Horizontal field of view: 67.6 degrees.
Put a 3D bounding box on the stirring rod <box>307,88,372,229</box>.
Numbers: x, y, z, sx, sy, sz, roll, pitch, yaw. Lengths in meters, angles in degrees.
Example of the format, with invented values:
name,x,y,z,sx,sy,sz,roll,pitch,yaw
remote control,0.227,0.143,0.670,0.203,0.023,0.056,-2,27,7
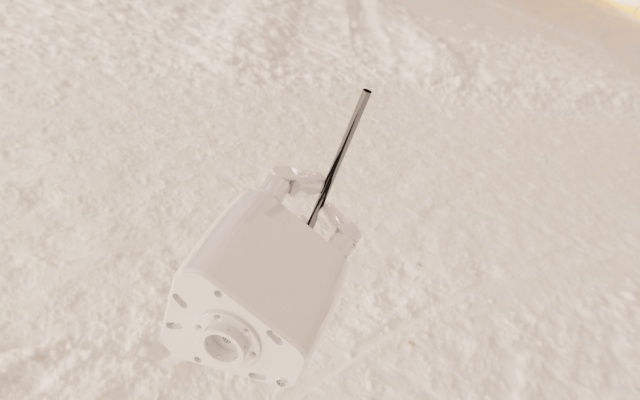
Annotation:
name,x,y,z,sx,sy,sz,roll,pitch,yaw
stirring rod,0.000,0.002,0.463,0.011,0.240,0.011,16,34,-11
